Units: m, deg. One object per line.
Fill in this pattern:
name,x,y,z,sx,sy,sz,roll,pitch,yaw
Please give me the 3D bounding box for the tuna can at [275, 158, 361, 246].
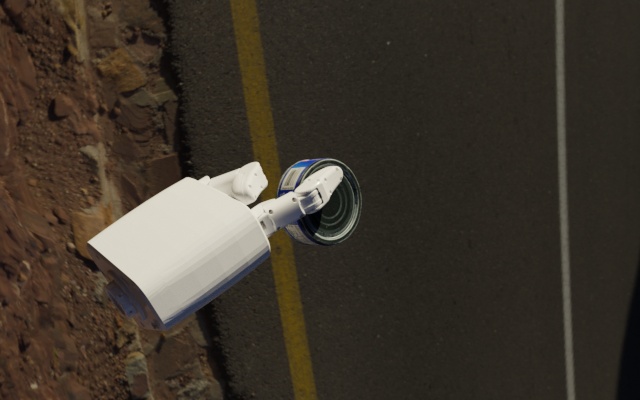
tuna can,0.000,0.001,0.468,0.086,0.086,0.034,0,-1,-41
